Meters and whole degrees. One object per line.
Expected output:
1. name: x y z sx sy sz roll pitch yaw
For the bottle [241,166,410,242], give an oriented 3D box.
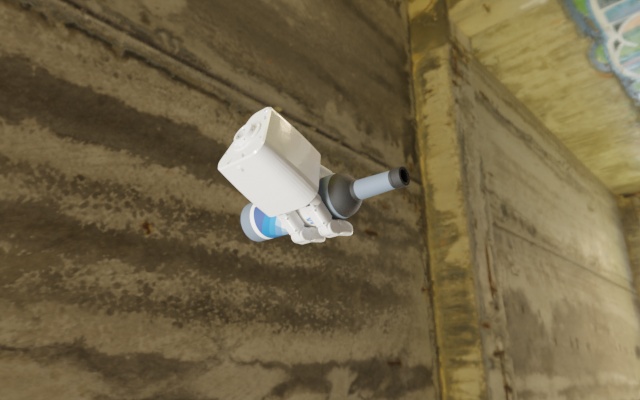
1. bottle: 0.000 0.002 0.707 0.296 0.069 0.069 -17 -11 40
